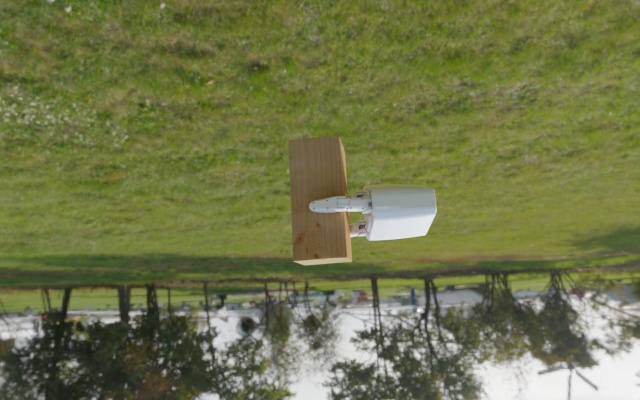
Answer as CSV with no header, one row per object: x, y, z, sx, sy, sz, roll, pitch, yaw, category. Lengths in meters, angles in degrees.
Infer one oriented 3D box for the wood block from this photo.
0.000,0.003,0.827,0.090,0.206,0.091,-5,-12,8,wood block
